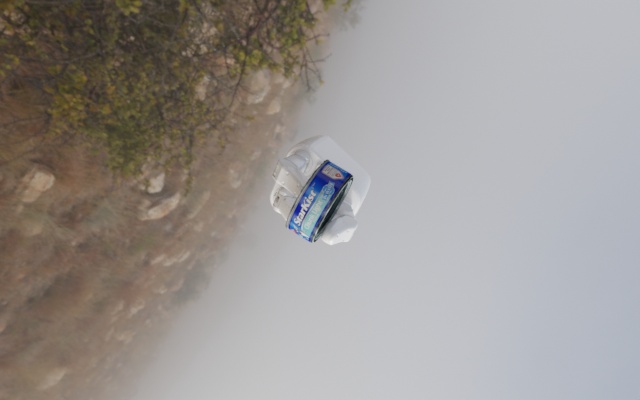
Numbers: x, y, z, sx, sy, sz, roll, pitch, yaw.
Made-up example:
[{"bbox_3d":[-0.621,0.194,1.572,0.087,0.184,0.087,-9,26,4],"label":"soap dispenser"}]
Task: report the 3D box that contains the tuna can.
[{"bbox_3d":[0.001,0.002,0.505,0.034,0.086,0.086,31,5,8],"label":"tuna can"}]
